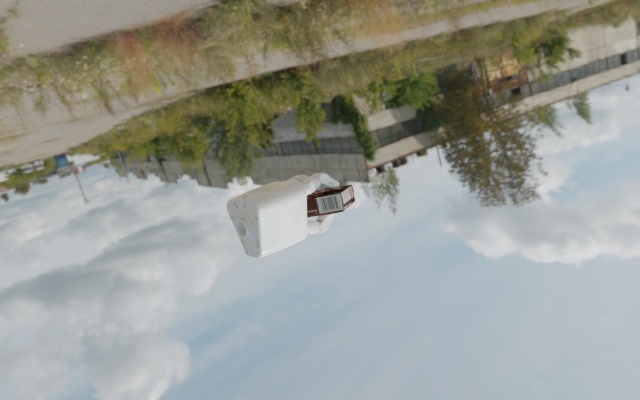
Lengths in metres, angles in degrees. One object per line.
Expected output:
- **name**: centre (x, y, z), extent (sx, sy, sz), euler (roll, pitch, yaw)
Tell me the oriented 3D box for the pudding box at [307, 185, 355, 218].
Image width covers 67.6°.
- **pudding box**: centre (0.000, 0.003, 0.900), extent (0.113, 0.039, 0.090), euler (-8, 10, 19)
